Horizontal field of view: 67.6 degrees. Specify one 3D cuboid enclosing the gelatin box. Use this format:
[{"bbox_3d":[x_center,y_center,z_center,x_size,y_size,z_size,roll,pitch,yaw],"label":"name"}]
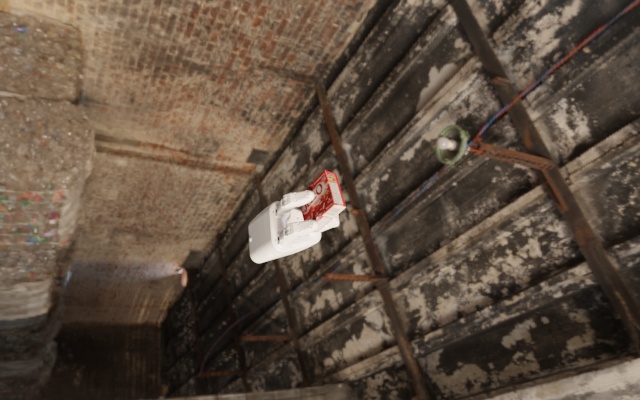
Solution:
[{"bbox_3d":[0.001,0.003,0.836,0.030,0.073,0.089,12,-40,-36],"label":"gelatin box"}]
